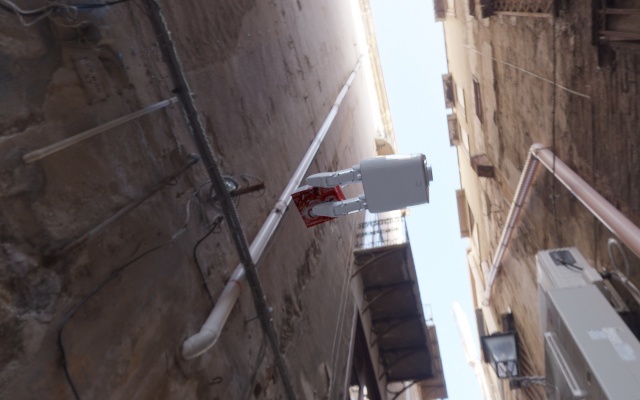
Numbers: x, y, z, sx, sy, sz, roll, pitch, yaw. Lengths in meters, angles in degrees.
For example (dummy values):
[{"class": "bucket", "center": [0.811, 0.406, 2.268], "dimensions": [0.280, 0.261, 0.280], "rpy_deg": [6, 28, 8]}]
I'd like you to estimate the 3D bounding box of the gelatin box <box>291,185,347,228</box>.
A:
[{"class": "gelatin box", "center": [0.000, 0.003, 0.880], "dimensions": [0.089, 0.073, 0.030], "rpy_deg": [-19, 16, 26]}]
